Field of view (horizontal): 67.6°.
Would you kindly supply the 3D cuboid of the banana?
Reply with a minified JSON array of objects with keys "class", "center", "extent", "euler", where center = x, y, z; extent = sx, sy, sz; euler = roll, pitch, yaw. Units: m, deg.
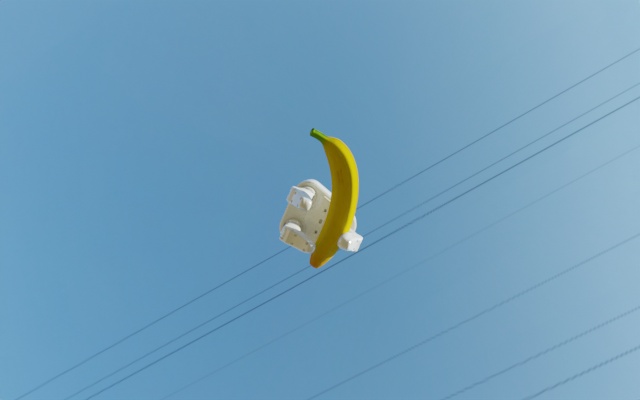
[{"class":"banana","center":[0.019,-0.001,0.665],"extent":[0.069,0.198,0.037],"euler":[-1,12,-4]}]
